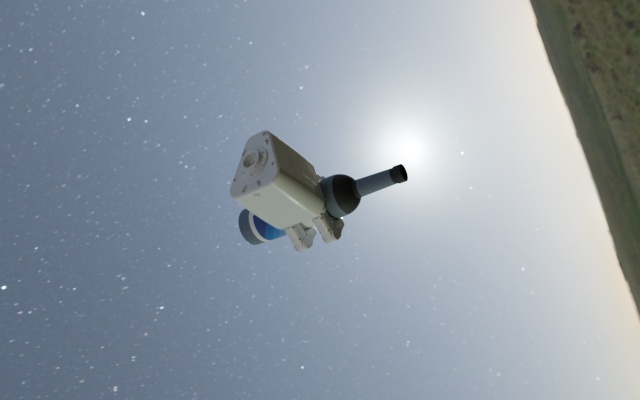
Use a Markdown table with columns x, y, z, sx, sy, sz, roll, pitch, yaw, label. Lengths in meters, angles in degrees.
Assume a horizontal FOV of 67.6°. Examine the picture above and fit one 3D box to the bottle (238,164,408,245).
| x | y | z | sx | sy | sz | roll | pitch | yaw | label |
| --- | --- | --- | --- | --- | --- | --- | --- | --- | --- |
| 0.000 | 0.003 | 0.762 | 0.296 | 0.069 | 0.069 | -20 | -10 | 29 | bottle |
